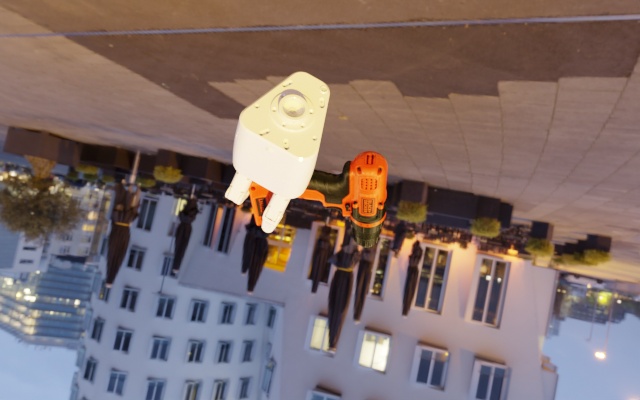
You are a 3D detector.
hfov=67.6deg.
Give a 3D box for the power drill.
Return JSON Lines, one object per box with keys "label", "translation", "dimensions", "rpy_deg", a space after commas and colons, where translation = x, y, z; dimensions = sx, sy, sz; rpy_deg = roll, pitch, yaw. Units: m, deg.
{"label": "power drill", "translation": [0.000, 0.002, 0.678], "dimensions": [0.187, 0.057, 0.185], "rpy_deg": [2, -41, 4]}
